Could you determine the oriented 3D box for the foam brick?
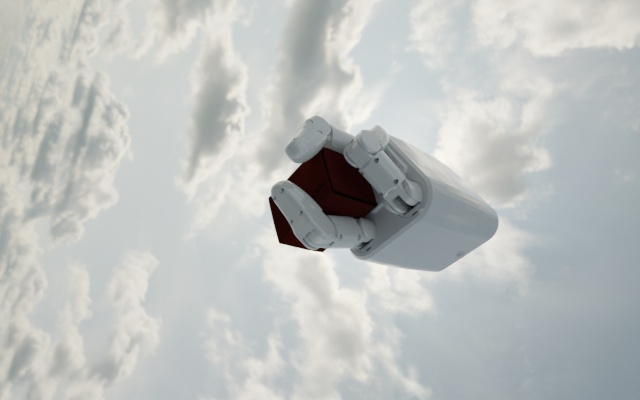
[{"bbox_3d":[0.000,0.001,0.416,0.051,0.053,0.078,16,-46,-37],"label":"foam brick"}]
